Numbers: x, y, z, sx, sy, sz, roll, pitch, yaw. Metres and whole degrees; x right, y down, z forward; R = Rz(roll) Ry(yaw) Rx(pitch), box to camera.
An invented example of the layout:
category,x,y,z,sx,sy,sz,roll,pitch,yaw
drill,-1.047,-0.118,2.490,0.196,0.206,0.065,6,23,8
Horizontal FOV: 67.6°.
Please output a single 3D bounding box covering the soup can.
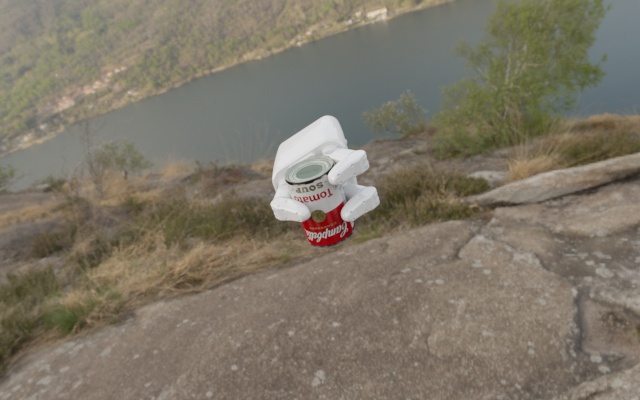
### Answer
category,x,y,z,sx,sy,sz,roll,pitch,yaw
soup can,0.000,0.002,0.622,0.068,0.102,0.068,-15,29,8
